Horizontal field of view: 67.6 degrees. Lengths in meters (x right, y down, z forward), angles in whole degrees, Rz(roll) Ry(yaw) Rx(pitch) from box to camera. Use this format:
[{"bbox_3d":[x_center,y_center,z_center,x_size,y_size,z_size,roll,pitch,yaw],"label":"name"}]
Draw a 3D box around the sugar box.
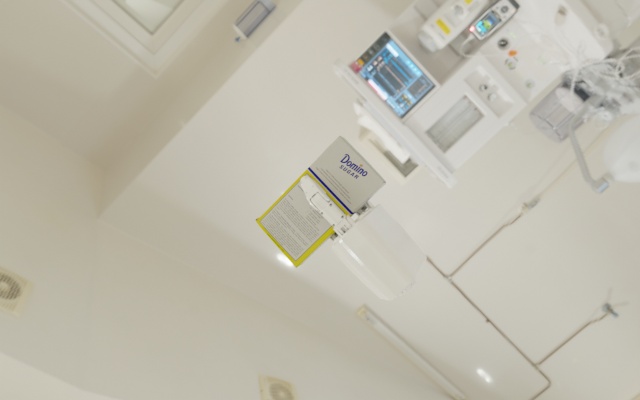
[{"bbox_3d":[0.000,0.002,0.685,0.176,0.093,0.048,-44,-7,8],"label":"sugar box"}]
